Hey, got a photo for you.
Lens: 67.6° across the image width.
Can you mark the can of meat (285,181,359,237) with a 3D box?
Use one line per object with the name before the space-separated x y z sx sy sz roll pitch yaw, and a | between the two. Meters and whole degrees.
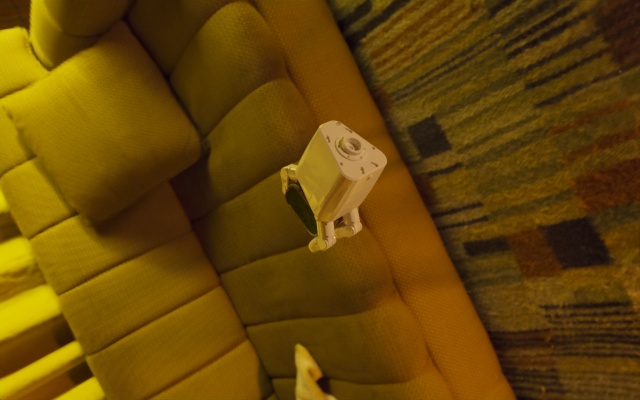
can of meat | 0.000 0.003 0.815 0.084 0.102 0.057 -28 -16 -37
